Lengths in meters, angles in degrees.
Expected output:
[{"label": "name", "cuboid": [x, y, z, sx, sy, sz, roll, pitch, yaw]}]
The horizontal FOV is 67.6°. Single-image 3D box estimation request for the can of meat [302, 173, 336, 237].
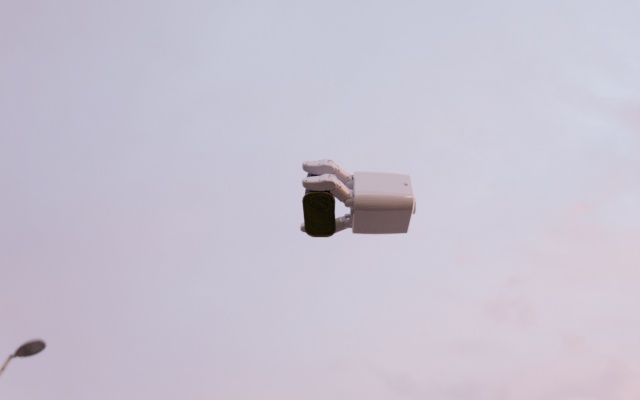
[{"label": "can of meat", "cuboid": [0.000, 0.003, 0.882, 0.057, 0.102, 0.084, -1, 37, 4]}]
